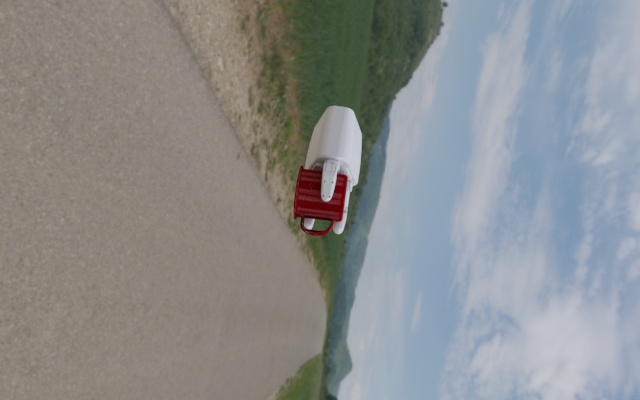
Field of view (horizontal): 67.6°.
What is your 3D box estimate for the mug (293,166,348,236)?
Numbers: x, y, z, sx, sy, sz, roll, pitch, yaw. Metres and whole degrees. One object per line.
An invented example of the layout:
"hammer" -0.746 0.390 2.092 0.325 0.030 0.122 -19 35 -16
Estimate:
"mug" 0.000 0.004 0.803 0.081 0.117 0.093 8 -21 3
